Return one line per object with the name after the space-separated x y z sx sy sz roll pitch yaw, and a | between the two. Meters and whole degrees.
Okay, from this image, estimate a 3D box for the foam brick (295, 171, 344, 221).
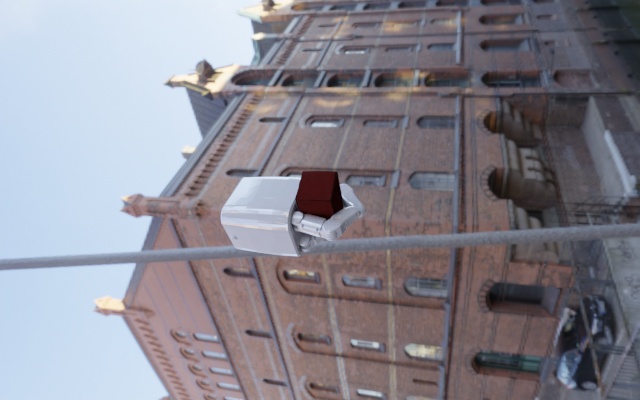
0.000 0.002 0.676 0.051 0.053 0.078 4 -37 14 | foam brick
